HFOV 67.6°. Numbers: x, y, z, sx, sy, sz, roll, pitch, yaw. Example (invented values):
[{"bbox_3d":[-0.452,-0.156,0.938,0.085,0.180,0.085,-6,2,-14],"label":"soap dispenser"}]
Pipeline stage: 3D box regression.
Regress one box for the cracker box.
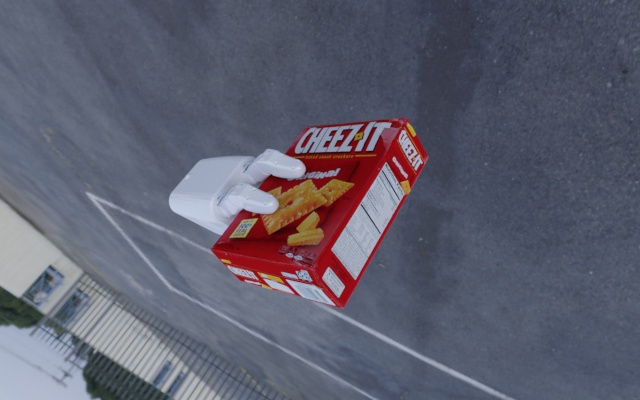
[{"bbox_3d":[0.000,0.002,0.542,0.164,0.213,0.072,4,-39,44],"label":"cracker box"}]
